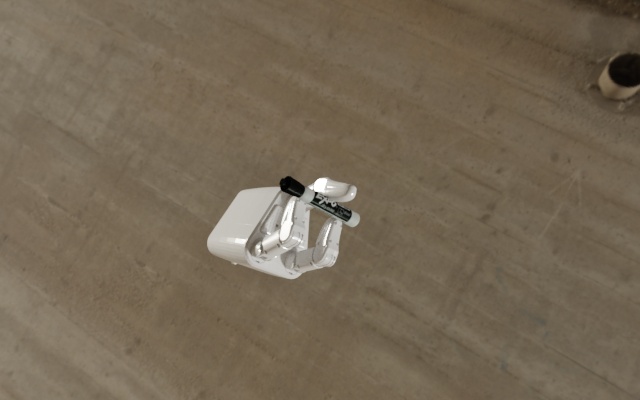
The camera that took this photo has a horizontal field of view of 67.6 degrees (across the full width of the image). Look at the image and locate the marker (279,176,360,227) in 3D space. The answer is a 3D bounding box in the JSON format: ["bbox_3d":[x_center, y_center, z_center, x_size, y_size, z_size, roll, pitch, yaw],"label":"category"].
[{"bbox_3d":[0.000,0.002,0.553,0.121,0.020,0.020,28,-18,-38],"label":"marker"}]
